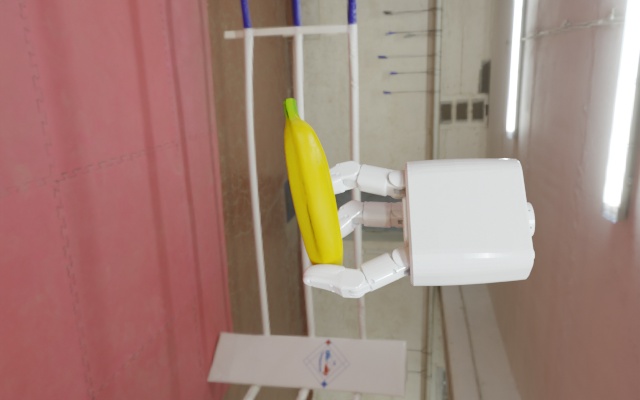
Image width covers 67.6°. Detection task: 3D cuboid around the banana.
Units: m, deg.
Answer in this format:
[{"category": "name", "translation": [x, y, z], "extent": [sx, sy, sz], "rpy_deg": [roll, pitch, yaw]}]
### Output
[{"category": "banana", "translation": [-0.002, 0.008, 0.444], "extent": [0.037, 0.198, 0.069], "rpy_deg": [-7, 29, 8]}]
